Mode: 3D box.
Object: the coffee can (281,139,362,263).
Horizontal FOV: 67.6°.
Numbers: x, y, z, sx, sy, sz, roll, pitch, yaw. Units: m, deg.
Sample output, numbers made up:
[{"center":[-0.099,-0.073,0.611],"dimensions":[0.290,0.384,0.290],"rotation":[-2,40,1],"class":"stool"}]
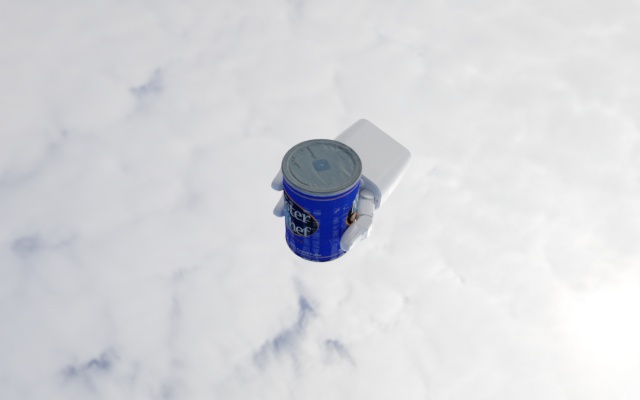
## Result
[{"center":[0.000,0.002,0.652],"dimensions":[0.103,0.102,0.140],"rotation":[0,-44,-2],"class":"coffee can"}]
